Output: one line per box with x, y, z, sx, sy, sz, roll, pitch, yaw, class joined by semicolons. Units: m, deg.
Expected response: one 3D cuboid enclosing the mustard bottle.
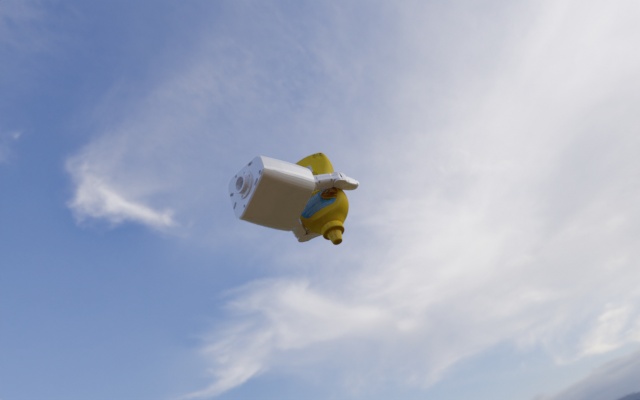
0.000;0.003;0.879;0.096;0.191;0.058;-32;-40;10;mustard bottle
